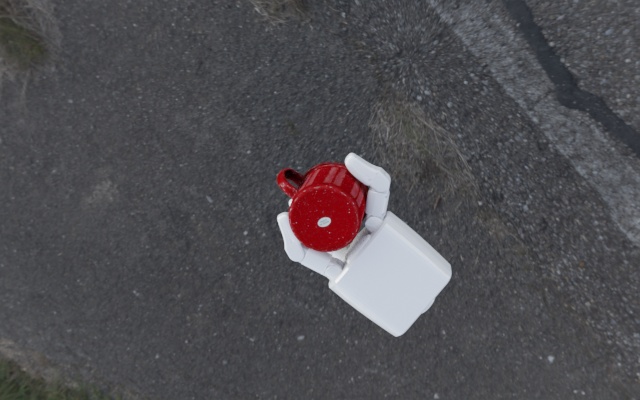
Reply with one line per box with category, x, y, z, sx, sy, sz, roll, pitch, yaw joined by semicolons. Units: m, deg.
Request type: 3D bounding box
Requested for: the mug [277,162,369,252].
mug;-0.001;0.001;0.556;0.117;0.093;0.081;37;19;-4
